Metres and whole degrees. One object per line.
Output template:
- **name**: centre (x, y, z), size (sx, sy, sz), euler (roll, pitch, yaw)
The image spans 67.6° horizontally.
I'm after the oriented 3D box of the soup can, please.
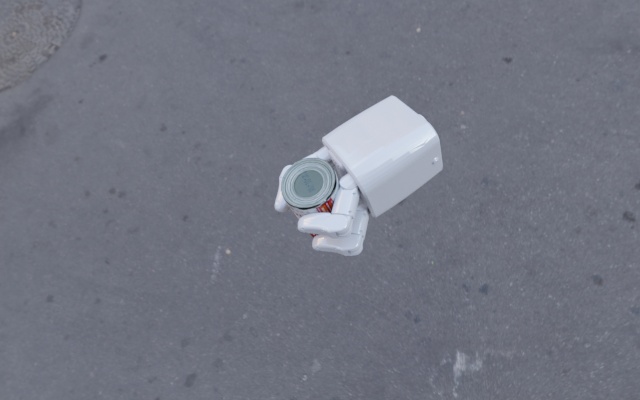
- **soup can**: centre (0.000, 0.002, 0.578), size (0.068, 0.068, 0.102), euler (0, -26, 18)
